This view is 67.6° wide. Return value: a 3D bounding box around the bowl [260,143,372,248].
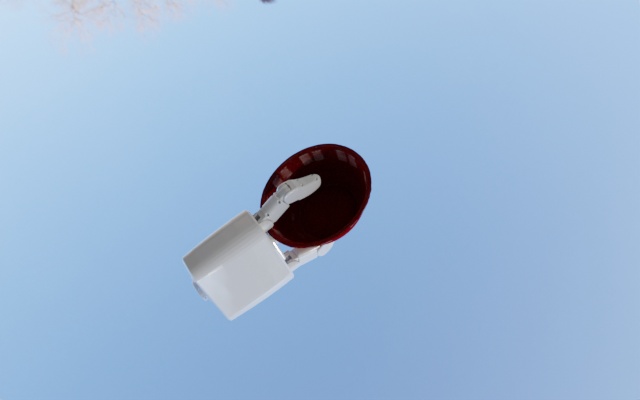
[{"bbox_3d":[0.001,0.002,0.657,0.162,0.162,0.055,0,-29,26],"label":"bowl"}]
